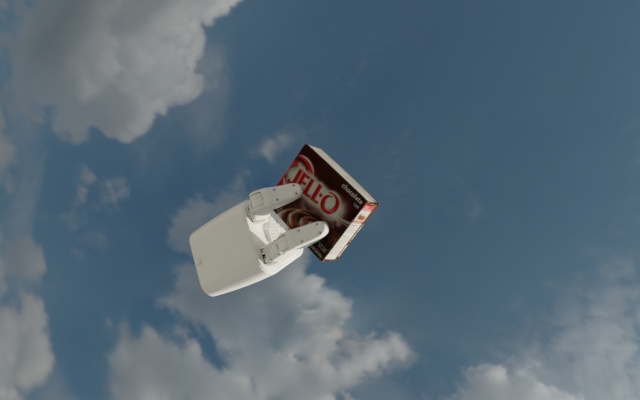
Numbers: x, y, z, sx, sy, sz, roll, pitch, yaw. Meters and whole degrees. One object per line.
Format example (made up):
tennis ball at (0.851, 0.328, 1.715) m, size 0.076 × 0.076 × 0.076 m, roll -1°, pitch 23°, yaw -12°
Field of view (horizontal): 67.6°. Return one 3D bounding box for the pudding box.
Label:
pudding box at (0.000, 0.002, 0.561) m, size 0.113 × 0.090 × 0.039 m, roll 44°, pitch 19°, yaw 25°
